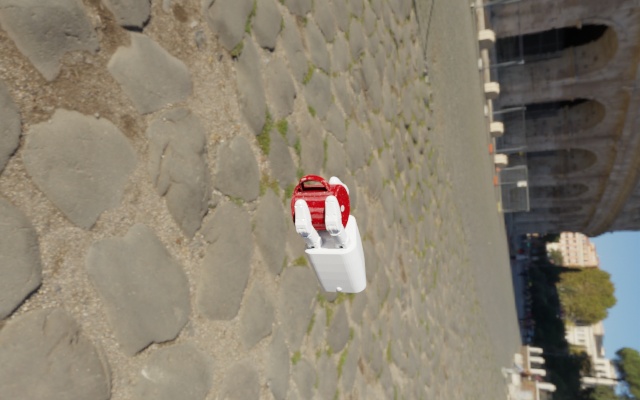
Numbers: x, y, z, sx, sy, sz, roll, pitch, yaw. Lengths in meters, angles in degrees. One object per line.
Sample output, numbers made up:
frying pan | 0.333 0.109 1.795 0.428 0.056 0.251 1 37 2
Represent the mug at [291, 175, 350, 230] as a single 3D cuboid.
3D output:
mug | 0.000 0.002 0.853 0.081 0.117 0.093 -2 37 23
